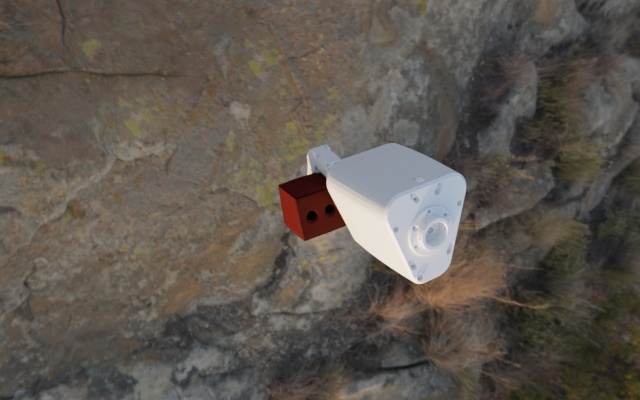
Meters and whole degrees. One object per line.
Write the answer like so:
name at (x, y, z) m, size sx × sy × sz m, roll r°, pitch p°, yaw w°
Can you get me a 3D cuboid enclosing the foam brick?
foam brick at (0.000, 0.002, 0.533) m, size 0.078 × 0.053 × 0.051 m, roll -20°, pitch 28°, yaw -20°
